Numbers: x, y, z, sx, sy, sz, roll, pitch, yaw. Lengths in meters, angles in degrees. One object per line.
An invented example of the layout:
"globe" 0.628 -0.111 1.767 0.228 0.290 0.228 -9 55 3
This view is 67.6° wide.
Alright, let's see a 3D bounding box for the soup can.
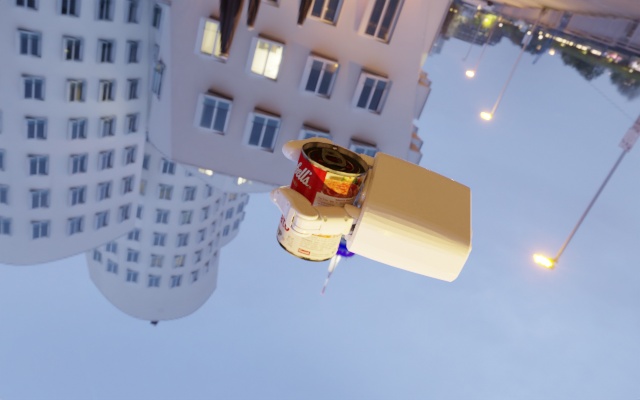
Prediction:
"soup can" -0.001 0.002 0.478 0.068 0.102 0.068 15 26 -8
